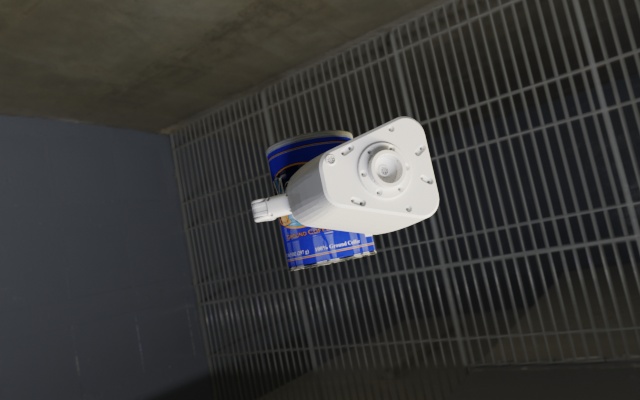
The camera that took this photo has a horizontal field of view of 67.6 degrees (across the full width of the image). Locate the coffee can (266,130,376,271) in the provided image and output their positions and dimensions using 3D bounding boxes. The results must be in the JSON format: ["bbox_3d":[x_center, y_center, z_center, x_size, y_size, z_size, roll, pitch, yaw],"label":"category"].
[{"bbox_3d":[0.000,0.002,0.549,0.103,0.140,0.103,-11,-6,-1],"label":"coffee can"}]
